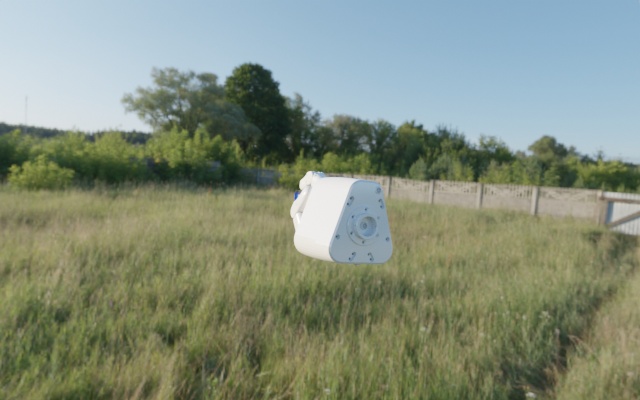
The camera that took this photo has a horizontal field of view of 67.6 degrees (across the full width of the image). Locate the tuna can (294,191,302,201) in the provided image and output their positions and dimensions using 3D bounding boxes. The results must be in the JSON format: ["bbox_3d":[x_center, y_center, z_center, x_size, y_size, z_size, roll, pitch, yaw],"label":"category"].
[{"bbox_3d":[0.000,0.002,0.766,0.086,0.034,0.086,1,-1,0],"label":"tuna can"}]
